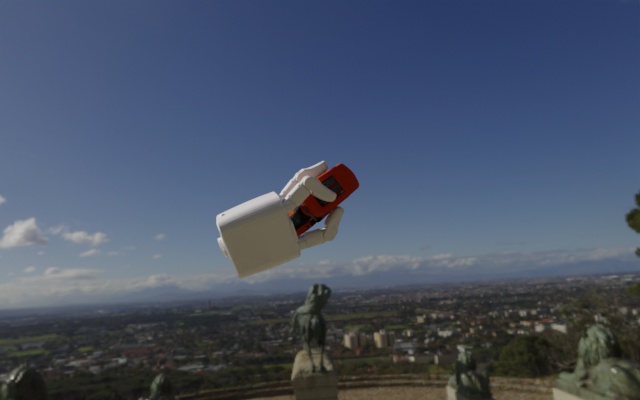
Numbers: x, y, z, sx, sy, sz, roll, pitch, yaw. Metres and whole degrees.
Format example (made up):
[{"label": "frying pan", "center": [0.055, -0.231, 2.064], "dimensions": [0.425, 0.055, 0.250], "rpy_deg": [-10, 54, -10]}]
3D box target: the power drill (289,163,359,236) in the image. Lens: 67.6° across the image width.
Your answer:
[{"label": "power drill", "center": [0.000, 0.003, 0.863], "dimensions": [0.184, 0.057, 0.188], "rpy_deg": [-38, -5, -27]}]
